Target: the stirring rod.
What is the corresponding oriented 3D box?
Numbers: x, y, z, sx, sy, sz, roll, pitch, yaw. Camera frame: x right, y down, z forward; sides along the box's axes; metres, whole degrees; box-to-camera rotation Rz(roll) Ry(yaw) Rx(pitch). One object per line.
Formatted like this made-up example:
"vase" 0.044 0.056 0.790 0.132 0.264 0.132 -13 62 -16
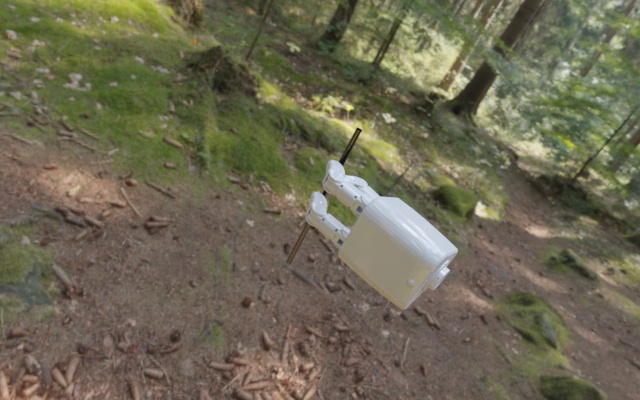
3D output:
"stirring rod" 0.000 0.002 0.661 0.011 0.240 0.011 20 31 -13
